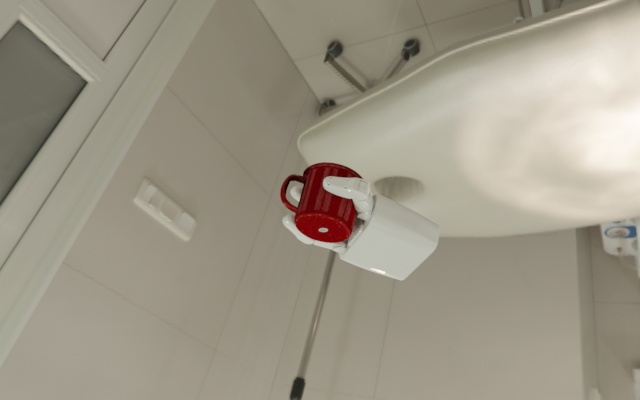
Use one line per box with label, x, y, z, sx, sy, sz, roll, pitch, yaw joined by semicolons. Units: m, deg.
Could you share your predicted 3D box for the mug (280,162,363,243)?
mug;-0.001;0.002;0.666;0.117;0.081;0.093;21;-32;-11
